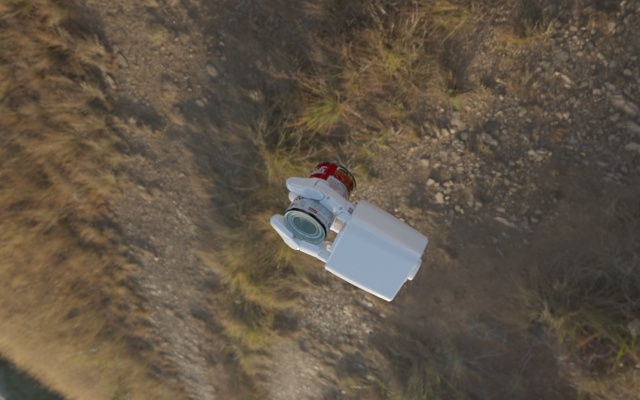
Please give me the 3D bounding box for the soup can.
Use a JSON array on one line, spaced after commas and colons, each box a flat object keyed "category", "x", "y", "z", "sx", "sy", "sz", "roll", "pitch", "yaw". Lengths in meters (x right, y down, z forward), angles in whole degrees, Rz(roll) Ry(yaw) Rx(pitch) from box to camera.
[{"category": "soup can", "x": 0.000, "y": 0.002, "z": 0.681, "sx": 0.068, "sy": 0.068, "sz": 0.102, "roll": 0, "pitch": 43, "yaw": 38}]
